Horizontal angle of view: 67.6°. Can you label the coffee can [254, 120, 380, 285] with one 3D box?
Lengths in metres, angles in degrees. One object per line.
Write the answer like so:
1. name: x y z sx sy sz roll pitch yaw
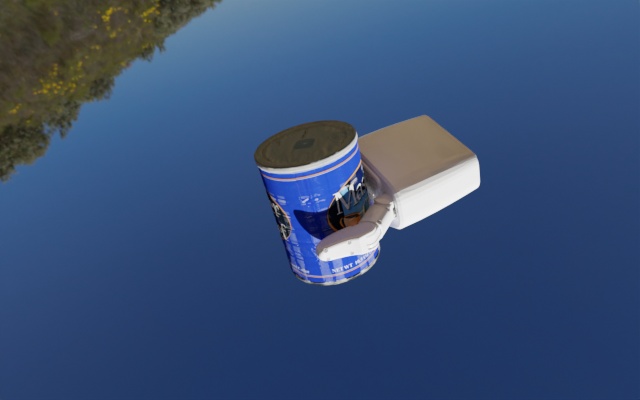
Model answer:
1. coffee can: 0.000 0.002 0.498 0.103 0.140 0.102 -11 30 7
